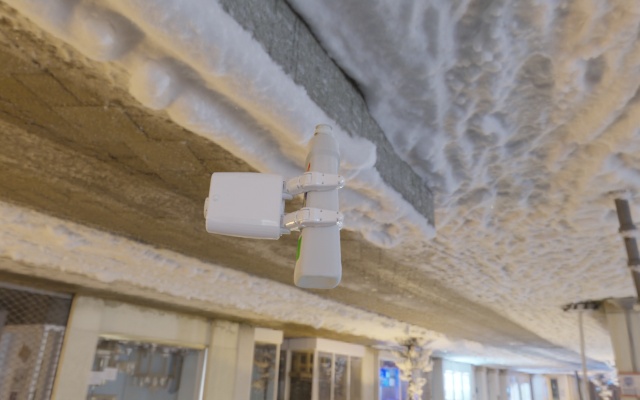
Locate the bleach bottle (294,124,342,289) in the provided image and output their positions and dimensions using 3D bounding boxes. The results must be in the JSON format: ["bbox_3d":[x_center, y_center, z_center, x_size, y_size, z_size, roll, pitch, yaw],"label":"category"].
[{"bbox_3d":[0.000,0.002,0.737,0.068,0.250,0.103,4,-21,-4],"label":"bleach bottle"}]
